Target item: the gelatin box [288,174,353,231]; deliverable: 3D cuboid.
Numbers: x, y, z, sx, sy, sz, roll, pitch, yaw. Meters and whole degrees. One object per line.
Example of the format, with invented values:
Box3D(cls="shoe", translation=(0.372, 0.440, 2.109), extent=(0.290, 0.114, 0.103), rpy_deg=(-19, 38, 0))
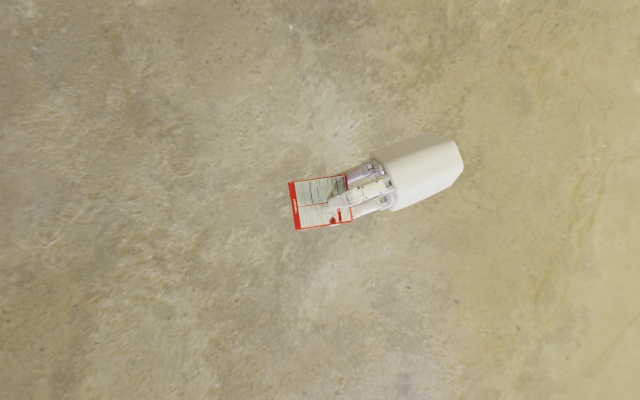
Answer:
Box3D(cls="gelatin box", translation=(0.000, 0.002, 0.718), extent=(0.089, 0.073, 0.030), rpy_deg=(-9, 2, -8))
